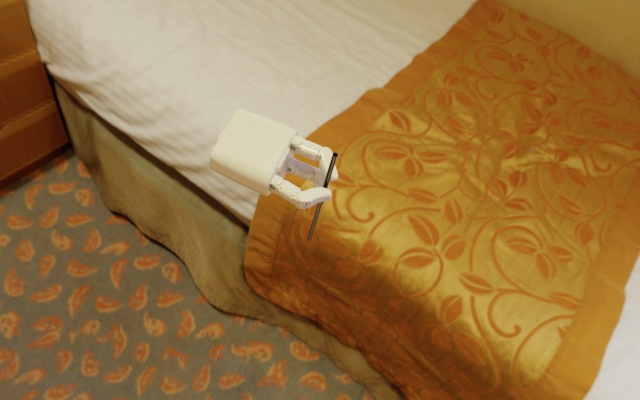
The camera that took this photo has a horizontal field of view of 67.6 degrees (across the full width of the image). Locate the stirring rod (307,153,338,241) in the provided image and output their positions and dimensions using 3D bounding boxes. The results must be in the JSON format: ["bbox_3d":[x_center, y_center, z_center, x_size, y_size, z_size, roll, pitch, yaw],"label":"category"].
[{"bbox_3d":[0.000,0.003,0.795,0.011,0.011,0.240,0,-35,-13],"label":"stirring rod"}]
